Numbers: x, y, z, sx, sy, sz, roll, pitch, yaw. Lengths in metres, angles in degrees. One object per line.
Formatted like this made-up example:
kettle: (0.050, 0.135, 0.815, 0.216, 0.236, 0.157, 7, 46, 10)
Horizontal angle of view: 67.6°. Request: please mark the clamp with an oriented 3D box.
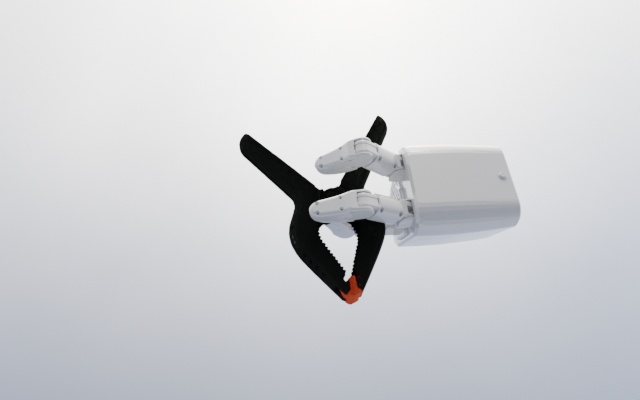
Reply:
clamp: (0.000, 0.002, 0.486, 0.164, 0.209, 0.036, -4, -30, -3)
